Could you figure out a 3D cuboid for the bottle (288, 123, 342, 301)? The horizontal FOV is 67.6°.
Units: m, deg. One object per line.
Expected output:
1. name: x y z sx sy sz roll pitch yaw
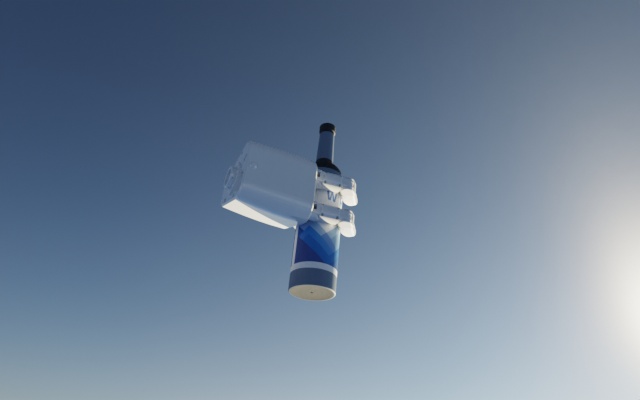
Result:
1. bottle: 0.000 0.003 0.737 0.069 0.295 0.069 4 -30 2
